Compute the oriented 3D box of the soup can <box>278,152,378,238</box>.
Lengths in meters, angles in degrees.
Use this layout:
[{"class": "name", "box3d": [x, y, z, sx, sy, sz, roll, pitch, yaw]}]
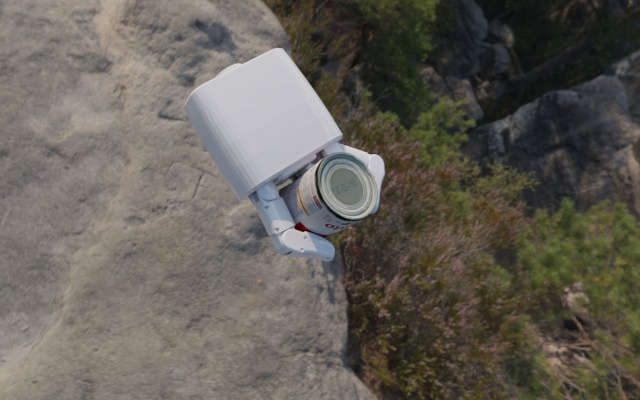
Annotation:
[{"class": "soup can", "box3d": [0.000, 0.002, 0.466, 0.068, 0.068, 0.102, 0, -18, -32]}]
